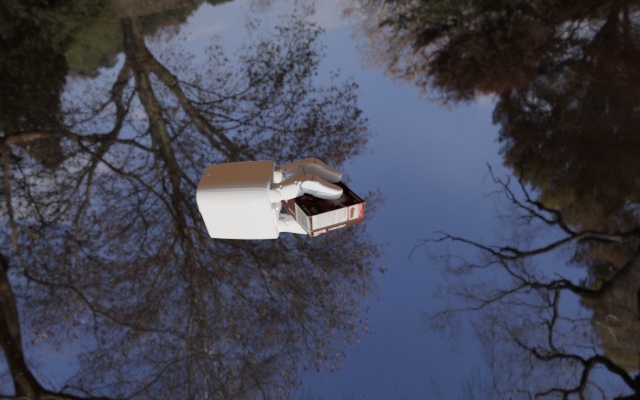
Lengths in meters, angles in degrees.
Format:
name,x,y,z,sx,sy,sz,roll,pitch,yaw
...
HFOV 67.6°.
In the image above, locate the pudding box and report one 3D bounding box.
name,x,y,z,sx,sy,sz,roll,pitch,yaw
pudding box,0.000,0.002,0.706,0.090,0.039,0.113,-15,34,-22
